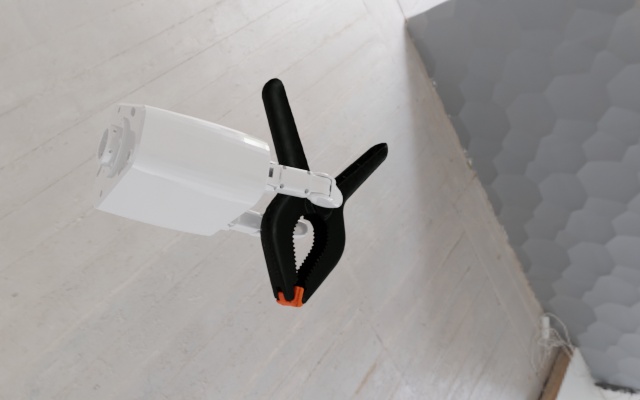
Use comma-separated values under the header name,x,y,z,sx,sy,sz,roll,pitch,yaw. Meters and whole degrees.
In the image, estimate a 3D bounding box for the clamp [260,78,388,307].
name,x,y,z,sx,sy,sz,roll,pitch,yaw
clamp,0.000,0.002,0.478,0.164,0.210,0.036,16,-15,-35
